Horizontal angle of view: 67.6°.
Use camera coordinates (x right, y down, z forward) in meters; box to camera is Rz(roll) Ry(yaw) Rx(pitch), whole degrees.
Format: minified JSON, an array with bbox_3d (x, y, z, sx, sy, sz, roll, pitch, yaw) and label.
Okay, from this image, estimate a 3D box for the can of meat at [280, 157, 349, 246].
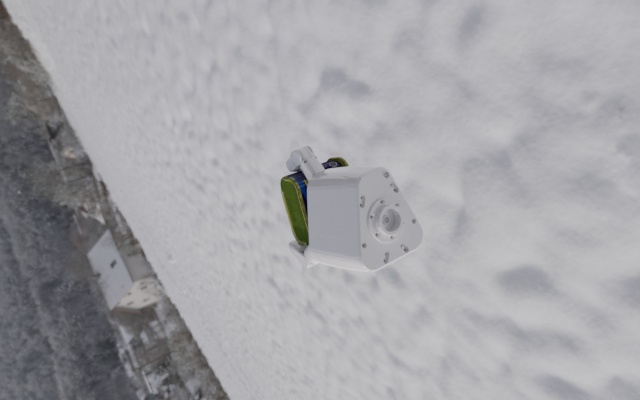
[{"bbox_3d":[0.000,0.002,0.646,0.084,0.102,0.057,-22,14,-27],"label":"can of meat"}]
